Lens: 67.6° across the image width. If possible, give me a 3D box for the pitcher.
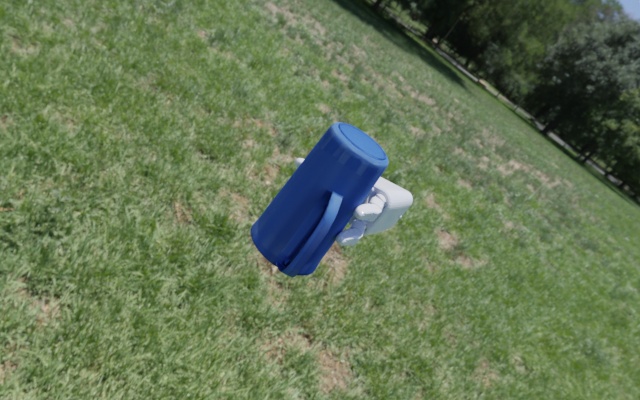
[{"bbox_3d":[0.000,0.002,0.773,0.145,0.243,0.149,0,43,-53],"label":"pitcher"}]
